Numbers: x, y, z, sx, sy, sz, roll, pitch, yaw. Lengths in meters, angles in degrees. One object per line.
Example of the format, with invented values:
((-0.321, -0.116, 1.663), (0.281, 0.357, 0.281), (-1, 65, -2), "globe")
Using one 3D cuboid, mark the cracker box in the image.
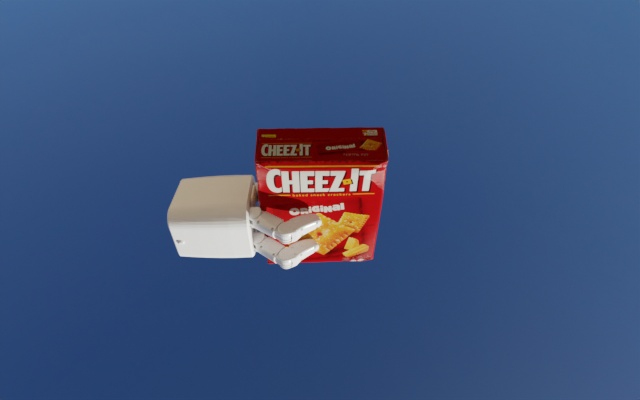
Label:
((0.000, 0.002, 0.663), (0.164, 0.072, 0.214), (-1, -41, -2), "cracker box")
